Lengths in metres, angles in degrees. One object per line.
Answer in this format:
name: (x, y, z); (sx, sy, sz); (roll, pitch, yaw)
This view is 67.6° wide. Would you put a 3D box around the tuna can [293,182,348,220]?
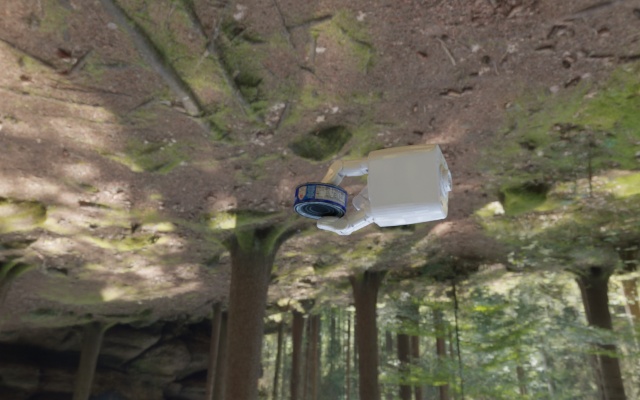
tuna can: (0.000, 0.003, 0.763); (0.086, 0.033, 0.086); (6, -21, 2)
